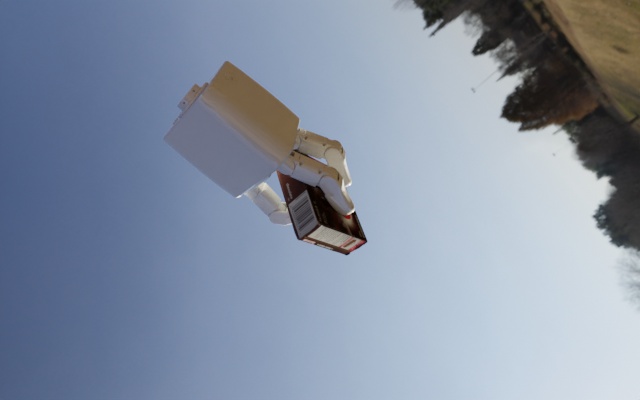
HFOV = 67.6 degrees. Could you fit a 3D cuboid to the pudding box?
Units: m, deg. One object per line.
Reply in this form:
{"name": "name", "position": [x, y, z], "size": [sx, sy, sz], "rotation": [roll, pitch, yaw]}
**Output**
{"name": "pudding box", "position": [0.000, 0.002, 0.560], "size": [0.039, 0.113, 0.090], "rotation": [-37, -37, 28]}
